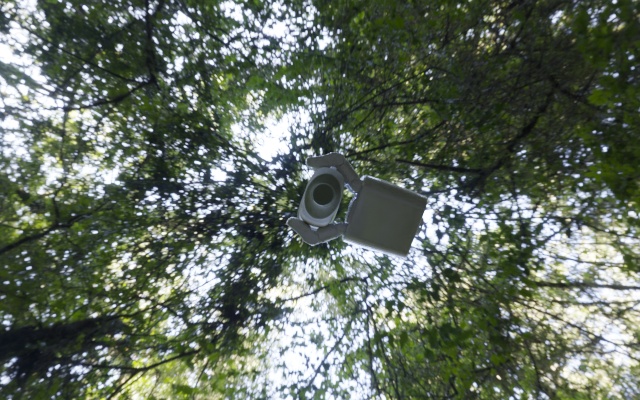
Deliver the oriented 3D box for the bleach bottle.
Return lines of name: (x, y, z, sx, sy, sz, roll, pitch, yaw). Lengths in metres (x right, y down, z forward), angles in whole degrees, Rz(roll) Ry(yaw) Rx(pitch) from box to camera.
bleach bottle: (0.000, 0.002, 0.756, 0.068, 0.102, 0.251, 19, -1, 0)
